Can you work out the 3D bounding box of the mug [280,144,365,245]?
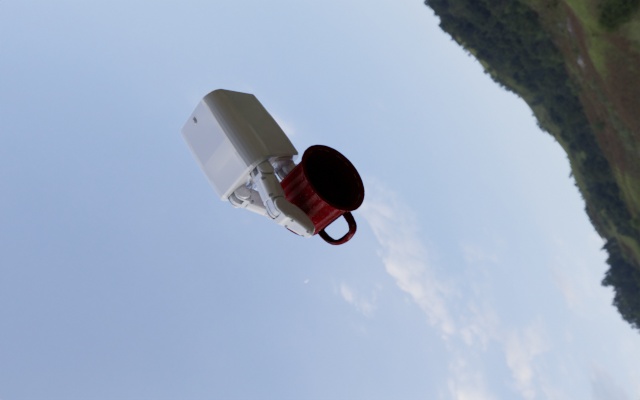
[{"bbox_3d":[0.001,0.003,0.584,0.093,0.117,0.081,-26,-12,-49],"label":"mug"}]
